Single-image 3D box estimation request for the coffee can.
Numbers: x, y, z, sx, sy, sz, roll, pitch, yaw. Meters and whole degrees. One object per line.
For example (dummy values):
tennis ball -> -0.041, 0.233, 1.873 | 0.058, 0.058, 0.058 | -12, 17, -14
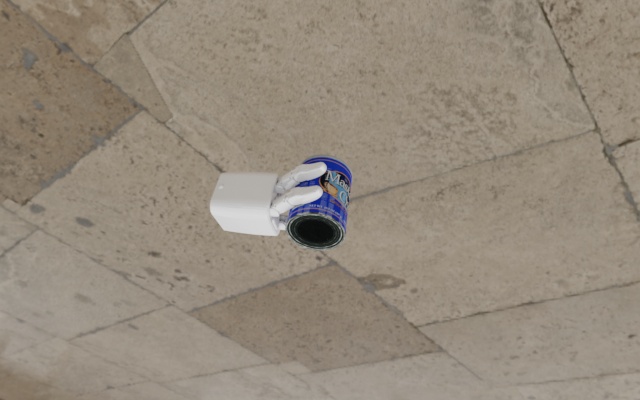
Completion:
coffee can -> 0.000, 0.003, 0.848 | 0.103, 0.140, 0.103 | 6, -41, 5
